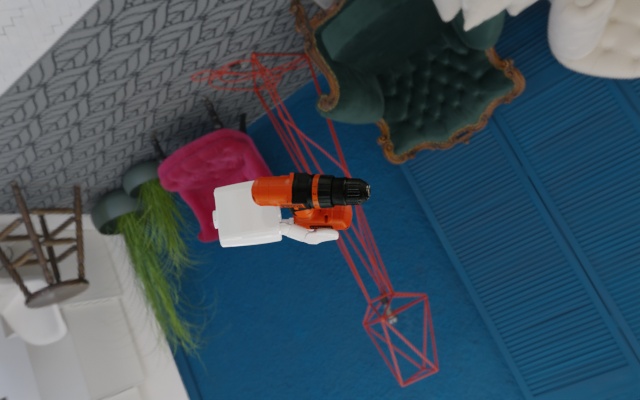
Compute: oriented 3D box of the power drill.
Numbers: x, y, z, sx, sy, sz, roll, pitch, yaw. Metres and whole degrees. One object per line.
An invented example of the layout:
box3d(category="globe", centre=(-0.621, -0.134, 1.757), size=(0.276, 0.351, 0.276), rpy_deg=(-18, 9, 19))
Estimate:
box3d(category="power drill", centre=(0.000, 0.003, 0.787), size=(0.184, 0.057, 0.188), rpy_deg=(2, -16, 15))
